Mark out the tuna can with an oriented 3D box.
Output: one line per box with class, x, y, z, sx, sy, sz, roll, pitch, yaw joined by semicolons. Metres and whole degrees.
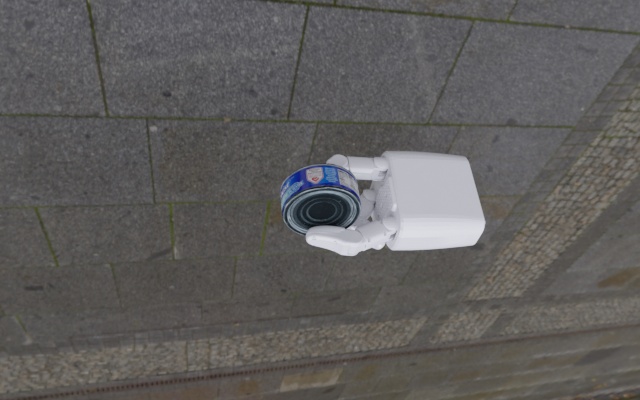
tuna can;0.000;0.002;0.511;0.086;0.033;0.086;-4;-40;-4
